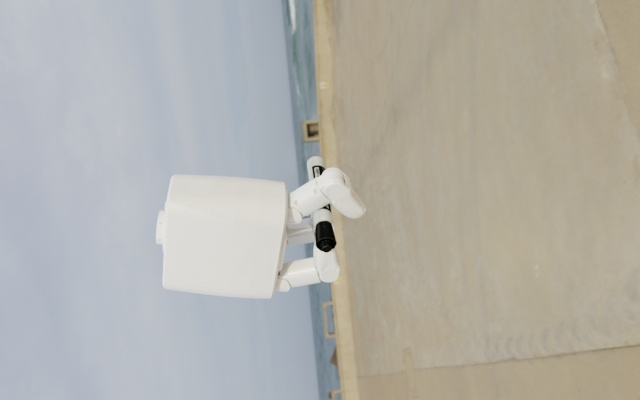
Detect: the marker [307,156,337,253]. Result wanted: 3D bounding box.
[{"bbox_3d":[0.000,0.002,0.459,0.020,0.020,0.121,0,43,-7],"label":"marker"}]
